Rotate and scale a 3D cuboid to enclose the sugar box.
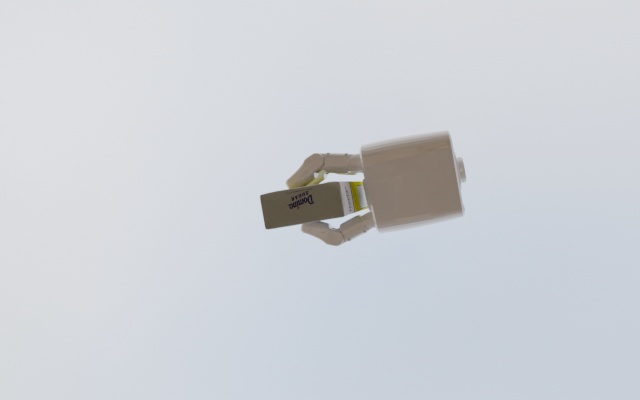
[{"bbox_3d":[0.000,0.001,0.593,0.093,0.048,0.176,-10,-3,14],"label":"sugar box"}]
